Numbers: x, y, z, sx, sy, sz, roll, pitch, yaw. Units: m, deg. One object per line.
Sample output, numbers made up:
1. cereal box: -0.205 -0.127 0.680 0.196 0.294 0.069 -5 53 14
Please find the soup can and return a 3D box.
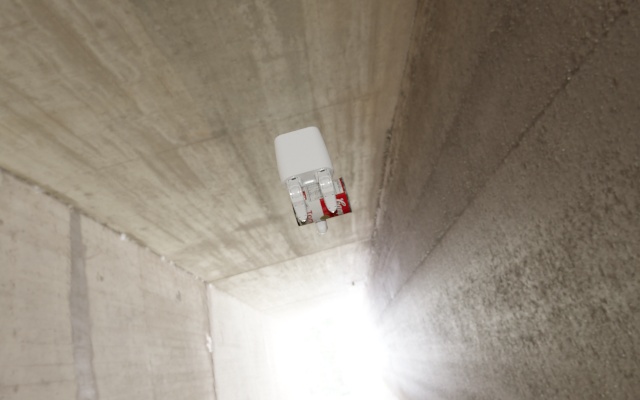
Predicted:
1. soup can: 0.000 0.003 0.878 0.102 0.068 0.068 -15 0 0
